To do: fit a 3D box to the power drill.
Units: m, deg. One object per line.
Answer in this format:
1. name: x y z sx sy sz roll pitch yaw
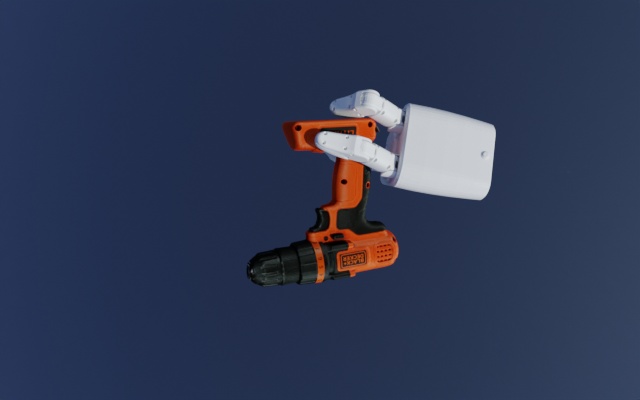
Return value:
1. power drill: 0.000 0.001 0.548 0.184 0.188 0.057 -8 12 -22
